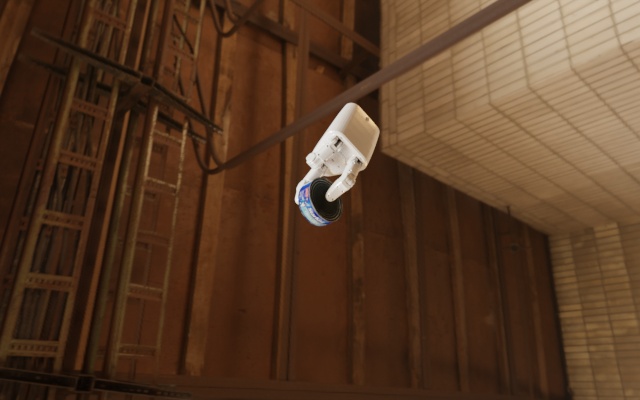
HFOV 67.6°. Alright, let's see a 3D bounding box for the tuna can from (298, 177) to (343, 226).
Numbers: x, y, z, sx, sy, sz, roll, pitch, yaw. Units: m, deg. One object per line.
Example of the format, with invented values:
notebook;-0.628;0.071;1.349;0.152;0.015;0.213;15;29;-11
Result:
tuna can;0.000;0.003;0.867;0.034;0.086;0.086;-25;-16;39
